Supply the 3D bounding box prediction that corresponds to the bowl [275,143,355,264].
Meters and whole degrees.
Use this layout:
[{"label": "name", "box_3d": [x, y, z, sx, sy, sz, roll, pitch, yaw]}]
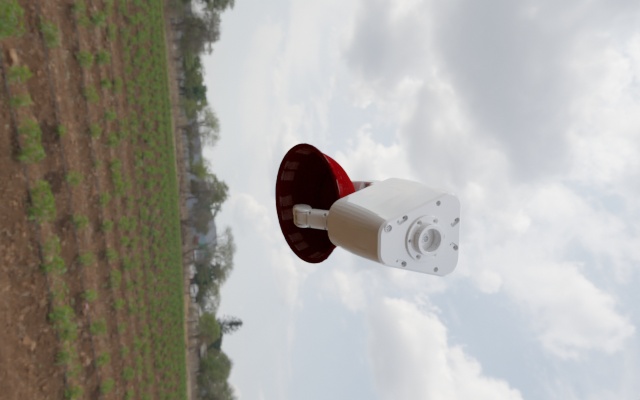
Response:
[{"label": "bowl", "box_3d": [0.000, 0.002, 0.651, 0.055, 0.162, 0.162, -7, 4, -35]}]
